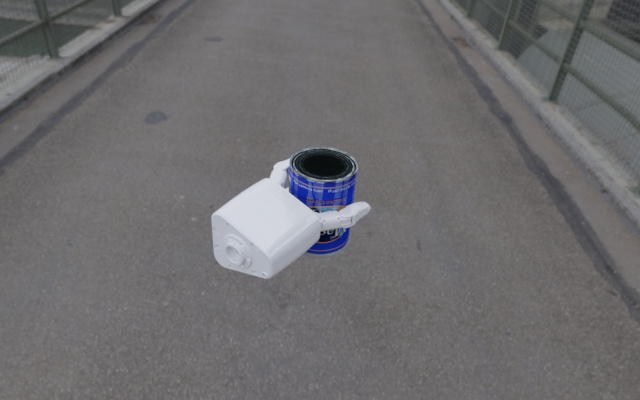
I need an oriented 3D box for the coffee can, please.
[{"bbox_3d":[0.000,0.002,0.740,0.103,0.140,0.102,3,34,-2],"label":"coffee can"}]
